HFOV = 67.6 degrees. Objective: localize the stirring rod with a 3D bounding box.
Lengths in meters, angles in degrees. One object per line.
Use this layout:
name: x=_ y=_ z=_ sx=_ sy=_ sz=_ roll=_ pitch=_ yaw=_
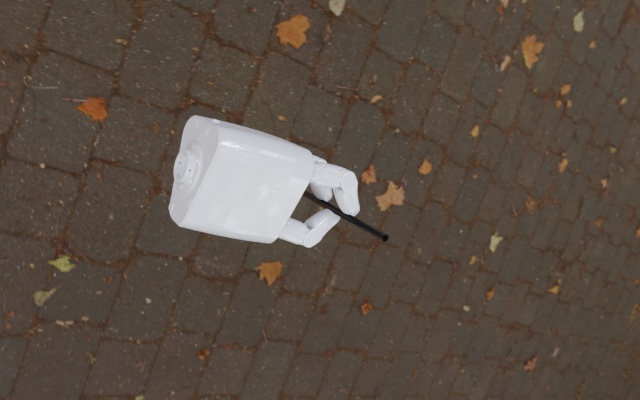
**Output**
stirring rod: x=0.000 y=0.002 z=0.583 sx=0.011 sy=0.011 sz=0.239 roll=0 pitch=18 yaw=-36
